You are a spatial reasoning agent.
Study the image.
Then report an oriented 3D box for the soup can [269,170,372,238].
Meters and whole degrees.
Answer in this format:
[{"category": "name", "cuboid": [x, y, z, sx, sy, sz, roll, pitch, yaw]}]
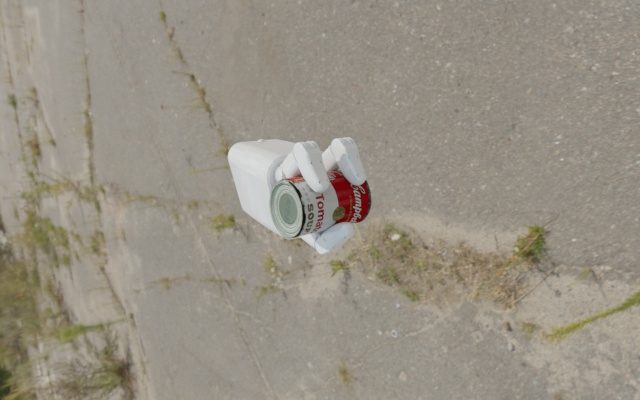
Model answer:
[{"category": "soup can", "cuboid": [0.000, 0.002, 0.558, 0.102, 0.068, 0.068, -11, 7, -38]}]
